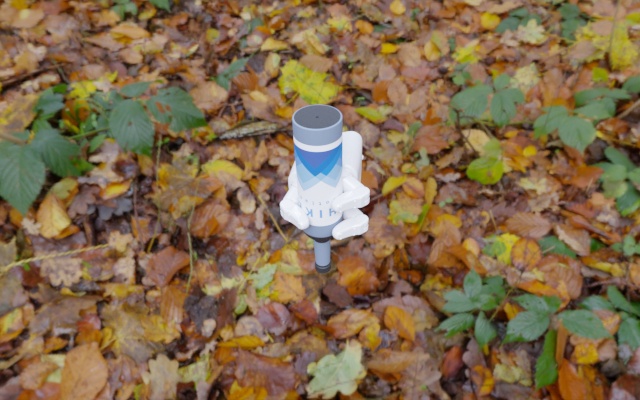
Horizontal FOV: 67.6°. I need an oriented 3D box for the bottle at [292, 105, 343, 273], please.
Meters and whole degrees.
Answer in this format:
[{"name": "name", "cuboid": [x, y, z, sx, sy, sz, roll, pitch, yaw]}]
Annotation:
[{"name": "bottle", "cuboid": [0.000, 0.002, 0.722, 0.069, 0.296, 0.069, -1, 40, 1]}]
